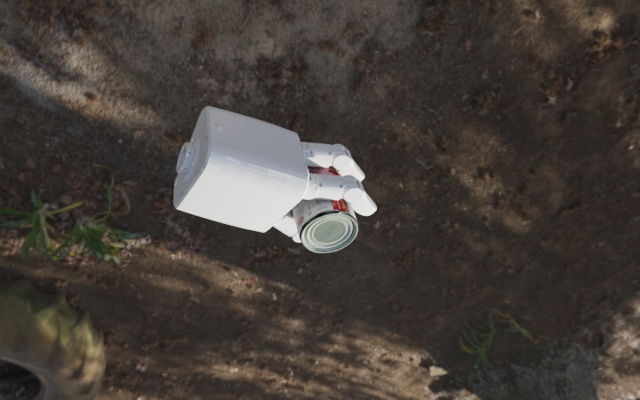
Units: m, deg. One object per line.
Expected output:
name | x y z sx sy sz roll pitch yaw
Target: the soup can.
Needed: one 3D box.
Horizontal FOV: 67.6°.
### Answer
soup can | 0.001 0.002 0.559 0.068 0.069 0.102 0 44 -16
